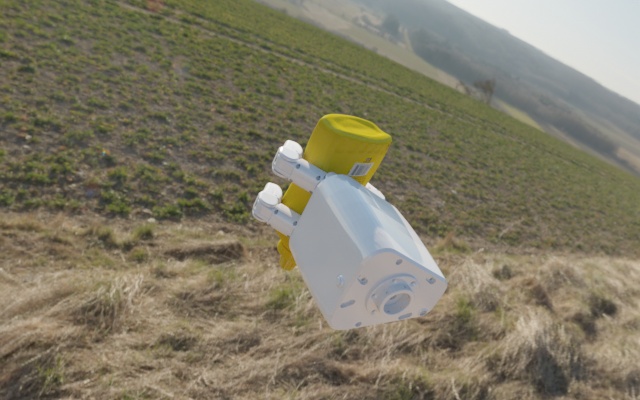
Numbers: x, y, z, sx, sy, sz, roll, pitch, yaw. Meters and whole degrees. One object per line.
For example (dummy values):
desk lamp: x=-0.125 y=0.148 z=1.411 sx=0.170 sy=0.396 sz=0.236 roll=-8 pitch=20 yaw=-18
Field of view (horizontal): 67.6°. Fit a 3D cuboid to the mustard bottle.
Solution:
mustard bottle: x=0.000 y=0.001 z=0.524 sx=0.058 sy=0.192 sz=0.096 roll=42 pitch=29 yaw=29
